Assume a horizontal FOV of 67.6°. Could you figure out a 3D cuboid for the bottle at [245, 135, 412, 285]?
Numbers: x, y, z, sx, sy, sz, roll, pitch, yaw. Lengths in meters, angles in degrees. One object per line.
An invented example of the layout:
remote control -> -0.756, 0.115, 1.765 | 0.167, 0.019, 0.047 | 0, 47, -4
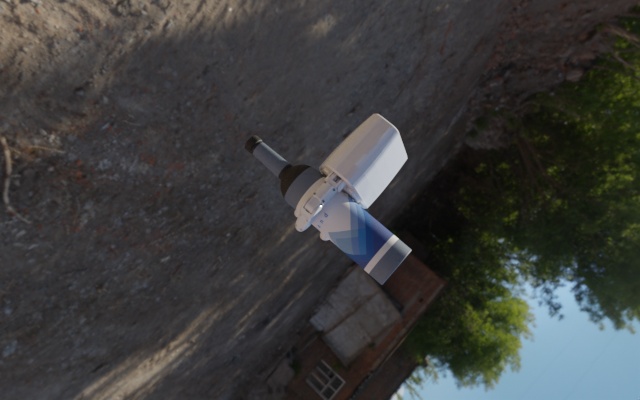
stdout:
bottle -> 0.000, 0.003, 0.713 | 0.295, 0.069, 0.069 | 41, 10, 12
